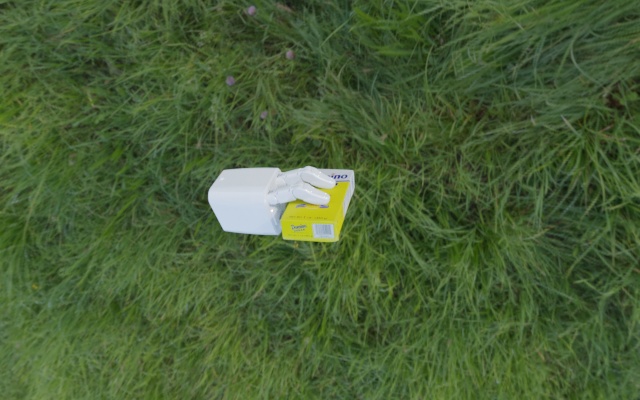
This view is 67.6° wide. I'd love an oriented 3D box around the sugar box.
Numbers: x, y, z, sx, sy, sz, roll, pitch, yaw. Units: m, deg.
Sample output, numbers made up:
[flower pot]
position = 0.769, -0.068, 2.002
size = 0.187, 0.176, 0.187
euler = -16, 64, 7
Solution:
[sugar box]
position = 0.000, 0.002, 0.825
size = 0.093, 0.048, 0.176
euler = 2, 34, 12
